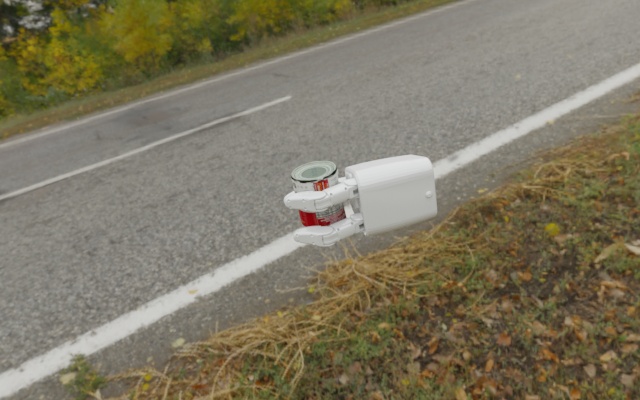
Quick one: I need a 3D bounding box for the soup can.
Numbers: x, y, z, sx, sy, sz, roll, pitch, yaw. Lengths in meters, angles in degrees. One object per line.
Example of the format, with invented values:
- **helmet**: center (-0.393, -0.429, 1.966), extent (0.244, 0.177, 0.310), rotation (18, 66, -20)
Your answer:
- **soup can**: center (0.000, 0.002, 0.687), extent (0.068, 0.102, 0.068), rotation (-9, 26, 5)
